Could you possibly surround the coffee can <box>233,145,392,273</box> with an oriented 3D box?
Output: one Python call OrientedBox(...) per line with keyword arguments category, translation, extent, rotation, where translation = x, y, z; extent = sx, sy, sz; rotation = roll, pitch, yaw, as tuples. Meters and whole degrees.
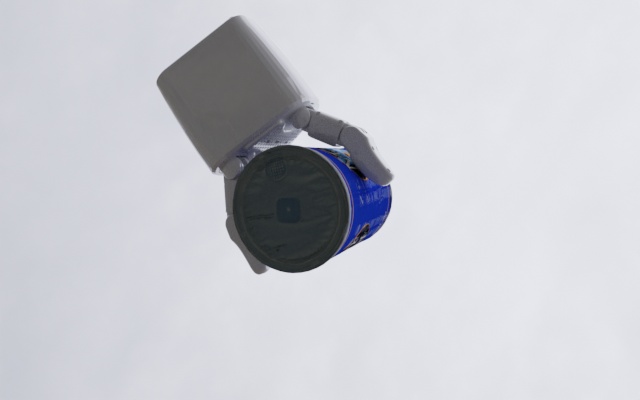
OrientedBox(category="coffee can", translation=(0.000, 0.002, 0.441), extent=(0.103, 0.103, 0.140), rotation=(0, 5, 22))
